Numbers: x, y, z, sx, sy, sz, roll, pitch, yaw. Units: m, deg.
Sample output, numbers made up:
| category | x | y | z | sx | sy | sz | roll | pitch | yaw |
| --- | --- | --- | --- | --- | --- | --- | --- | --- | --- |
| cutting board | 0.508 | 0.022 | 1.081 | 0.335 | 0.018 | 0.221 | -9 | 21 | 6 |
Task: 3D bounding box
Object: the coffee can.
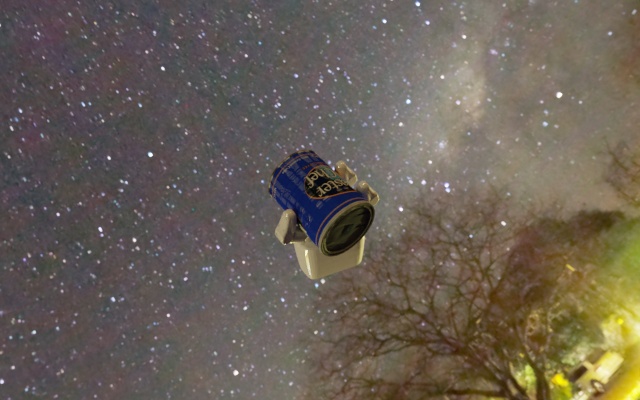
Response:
| category | x | y | z | sx | sy | sz | roll | pitch | yaw |
| --- | --- | --- | --- | --- | --- | --- | --- | --- | --- |
| coffee can | 0.000 | 0.002 | 0.736 | 0.103 | 0.103 | 0.140 | 0 | 37 | -49 |
